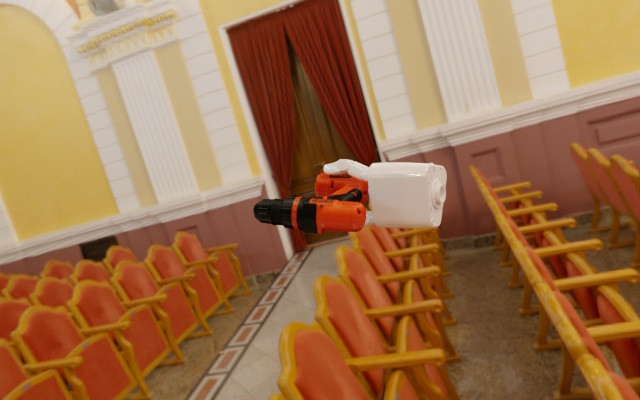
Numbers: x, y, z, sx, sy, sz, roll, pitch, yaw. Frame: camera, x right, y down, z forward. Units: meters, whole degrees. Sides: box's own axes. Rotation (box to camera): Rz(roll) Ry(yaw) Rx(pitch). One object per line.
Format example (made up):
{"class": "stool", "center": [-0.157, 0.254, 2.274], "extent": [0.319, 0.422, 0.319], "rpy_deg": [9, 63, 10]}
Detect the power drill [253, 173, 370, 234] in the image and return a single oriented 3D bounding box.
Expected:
{"class": "power drill", "center": [0.001, 0.002, 0.815], "extent": [0.184, 0.057, 0.187], "rpy_deg": [5, 20, 17]}
